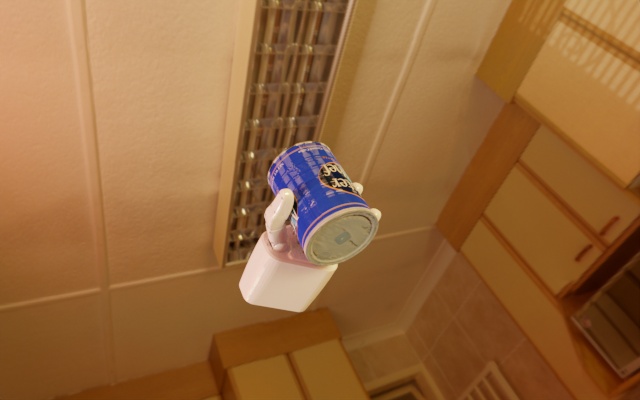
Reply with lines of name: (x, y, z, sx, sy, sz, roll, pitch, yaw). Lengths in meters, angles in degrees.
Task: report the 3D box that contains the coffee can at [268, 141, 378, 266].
coffee can: (0.000, 0.002, 0.646, 0.103, 0.103, 0.140, 0, 43, -34)
